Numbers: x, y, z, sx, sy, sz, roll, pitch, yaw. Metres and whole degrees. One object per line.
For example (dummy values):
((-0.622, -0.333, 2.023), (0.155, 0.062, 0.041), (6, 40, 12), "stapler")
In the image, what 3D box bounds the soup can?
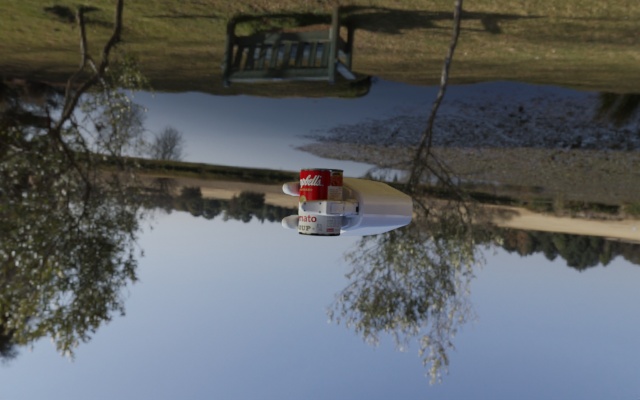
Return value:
((0.000, 0.003, 0.743), (0.068, 0.102, 0.068), (2, 1, 0), "soup can")
